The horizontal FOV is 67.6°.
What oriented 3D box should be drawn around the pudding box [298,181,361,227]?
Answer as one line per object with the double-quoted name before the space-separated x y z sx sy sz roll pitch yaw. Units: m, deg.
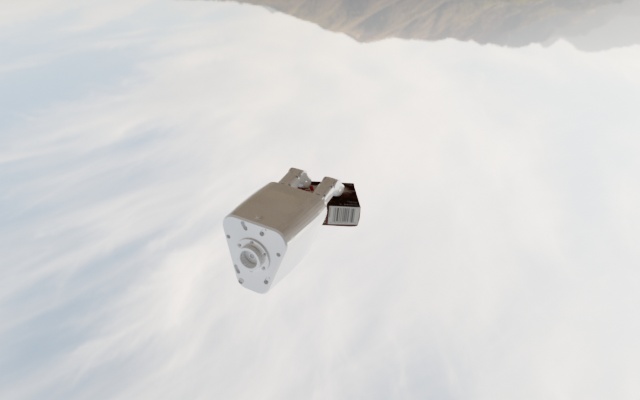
"pudding box" 0.000 0.003 0.732 0.113 0.039 0.090 5 26 -6
